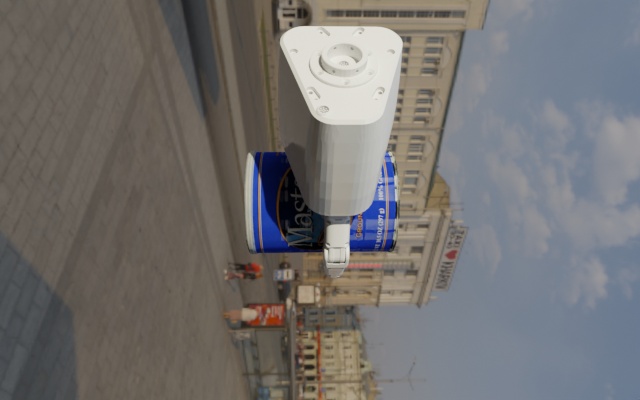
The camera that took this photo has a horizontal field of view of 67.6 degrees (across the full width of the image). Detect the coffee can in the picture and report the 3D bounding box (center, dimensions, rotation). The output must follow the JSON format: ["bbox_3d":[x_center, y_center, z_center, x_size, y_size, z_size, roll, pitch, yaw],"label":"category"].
[{"bbox_3d":[0.000,0.002,0.478,0.140,0.103,0.103,0,0,-2],"label":"coffee can"}]
